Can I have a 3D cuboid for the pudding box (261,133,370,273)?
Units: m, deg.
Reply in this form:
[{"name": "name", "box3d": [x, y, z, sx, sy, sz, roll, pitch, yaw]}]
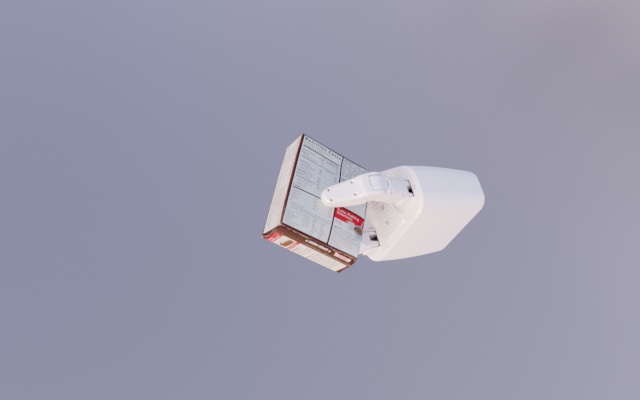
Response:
[{"name": "pudding box", "box3d": [0.000, 0.001, 0.471, 0.090, 0.113, 0.039, 27, -38, -21]}]
